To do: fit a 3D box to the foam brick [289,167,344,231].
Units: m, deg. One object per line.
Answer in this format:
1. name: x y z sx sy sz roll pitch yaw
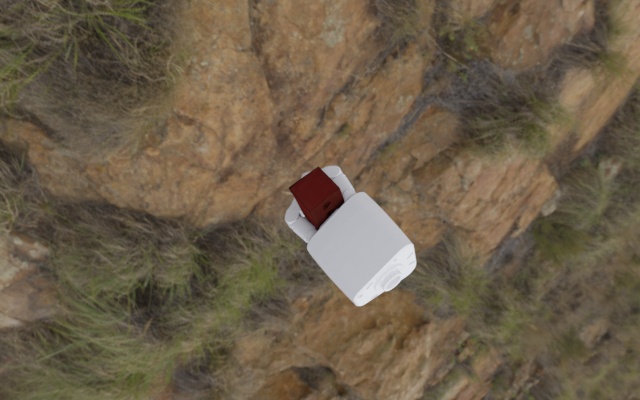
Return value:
1. foam brick: 0.000 0.002 0.663 0.053 0.051 0.078 -38 -32 -7
